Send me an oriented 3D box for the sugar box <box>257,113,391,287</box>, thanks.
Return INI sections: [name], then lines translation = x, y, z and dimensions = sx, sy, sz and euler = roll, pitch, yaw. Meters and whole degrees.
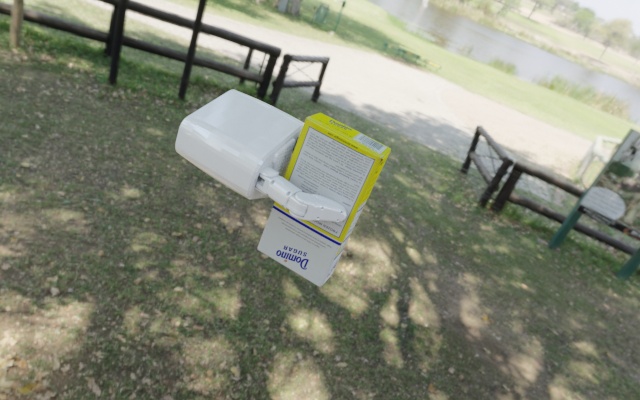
[sugar box]
translation = 0.000, 0.001, 0.541
dimensions = 0.093, 0.176, 0.048
euler = 30, 29, 12
